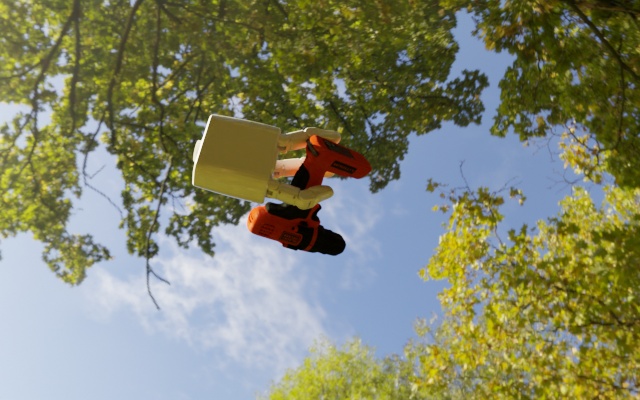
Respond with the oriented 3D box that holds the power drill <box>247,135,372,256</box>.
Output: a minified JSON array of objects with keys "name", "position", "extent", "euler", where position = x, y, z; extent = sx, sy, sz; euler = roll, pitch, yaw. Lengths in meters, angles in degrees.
[{"name":"power drill","position":[0.000,0.002,0.761],"extent":[0.184,0.188,0.057],"euler":[19,24,-32]}]
